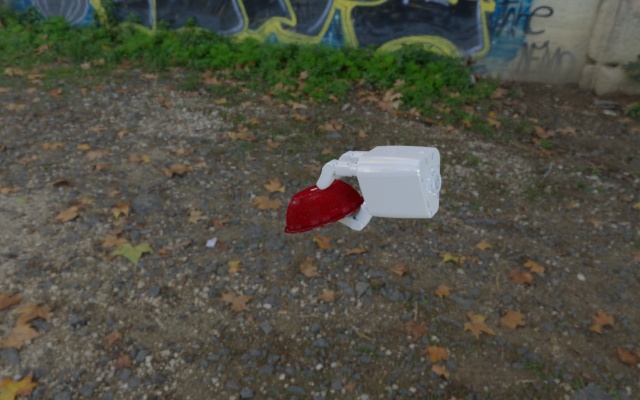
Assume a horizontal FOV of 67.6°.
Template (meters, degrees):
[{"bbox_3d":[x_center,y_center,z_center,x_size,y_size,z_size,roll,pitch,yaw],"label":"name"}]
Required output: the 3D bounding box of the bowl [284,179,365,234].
[{"bbox_3d":[-0.001,0.003,0.867,0.162,0.055,0.162,-21,10,4],"label":"bowl"}]
